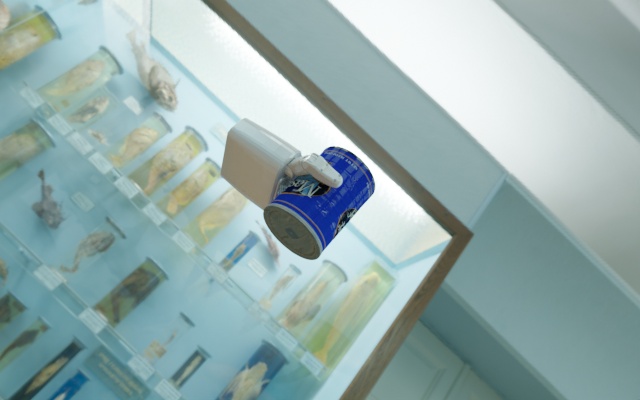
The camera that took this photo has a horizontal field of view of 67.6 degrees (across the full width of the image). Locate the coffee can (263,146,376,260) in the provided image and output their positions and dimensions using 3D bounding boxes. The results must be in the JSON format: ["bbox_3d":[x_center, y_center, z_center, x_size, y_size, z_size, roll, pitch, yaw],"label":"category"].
[{"bbox_3d":[0.000,0.002,0.699,0.103,0.103,0.140,0,40,52],"label":"coffee can"}]
